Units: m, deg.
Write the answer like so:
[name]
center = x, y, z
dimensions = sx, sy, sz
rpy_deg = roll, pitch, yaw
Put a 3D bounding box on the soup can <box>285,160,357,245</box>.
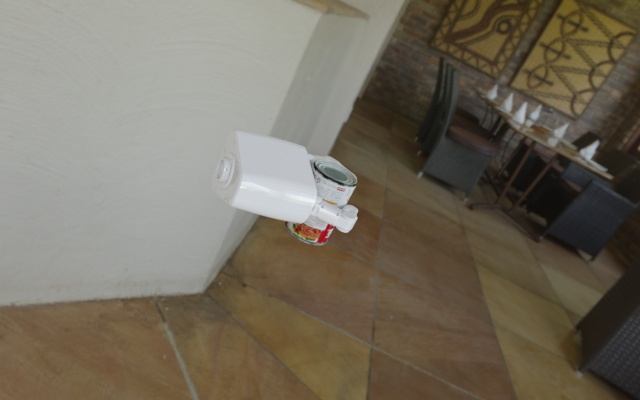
[soup can]
center = 0.001, 0.002, 0.672
dimensions = 0.068, 0.102, 0.068
rpy_deg = 23, 23, -10
